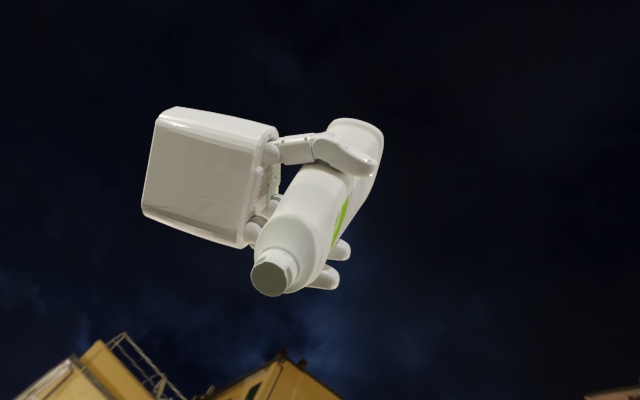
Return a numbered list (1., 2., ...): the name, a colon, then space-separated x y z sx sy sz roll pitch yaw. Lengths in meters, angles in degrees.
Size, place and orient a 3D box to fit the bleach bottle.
1. bleach bottle: 0.000 0.002 0.445 0.068 0.103 0.250 17 26 10
